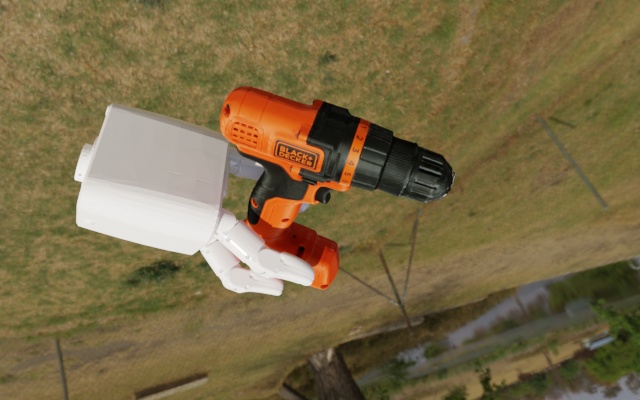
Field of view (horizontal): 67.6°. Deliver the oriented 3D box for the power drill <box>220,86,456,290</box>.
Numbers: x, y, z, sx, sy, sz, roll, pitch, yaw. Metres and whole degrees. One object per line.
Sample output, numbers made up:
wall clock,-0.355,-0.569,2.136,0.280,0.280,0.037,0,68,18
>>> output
power drill,0.000,0.002,0.418,0.184,0.057,0.188,20,-44,3
